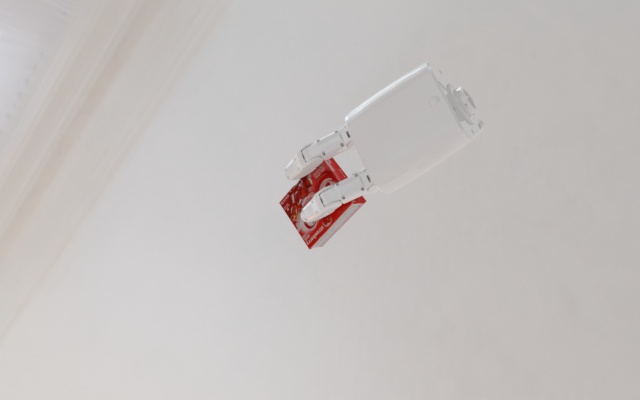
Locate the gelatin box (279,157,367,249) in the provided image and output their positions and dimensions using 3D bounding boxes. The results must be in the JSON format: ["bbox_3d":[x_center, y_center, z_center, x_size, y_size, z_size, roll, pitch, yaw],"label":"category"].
[{"bbox_3d":[0.000,0.002,0.564,0.030,0.073,0.089,-4,-37,-52],"label":"gelatin box"}]
